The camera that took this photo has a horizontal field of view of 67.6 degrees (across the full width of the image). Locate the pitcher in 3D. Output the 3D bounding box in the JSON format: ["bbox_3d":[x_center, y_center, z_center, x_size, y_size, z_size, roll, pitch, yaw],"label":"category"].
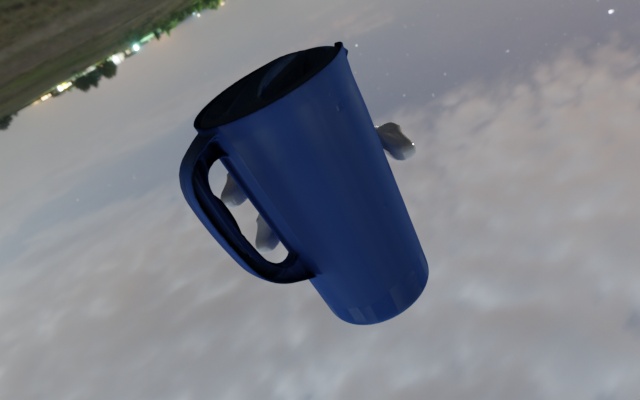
[{"bbox_3d":[0.000,0.001,0.423,0.149,0.243,0.145,-23,27,13],"label":"pitcher"}]
